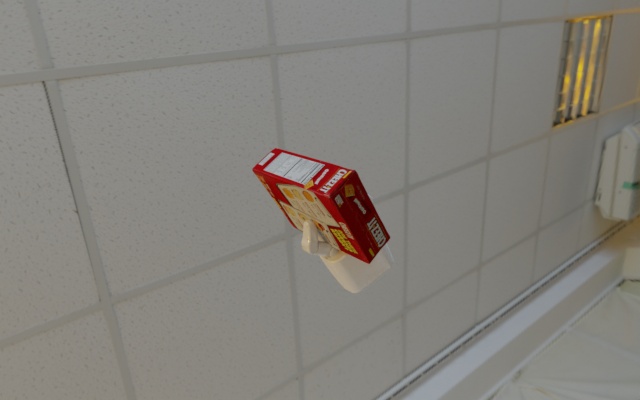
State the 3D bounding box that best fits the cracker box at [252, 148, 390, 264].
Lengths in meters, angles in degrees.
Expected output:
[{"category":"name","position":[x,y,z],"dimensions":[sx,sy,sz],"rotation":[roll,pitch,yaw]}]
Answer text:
[{"category":"cracker box","position":[0.000,0.003,0.823],"dimensions":[0.213,0.072,0.164],"rotation":[20,-29,47]}]
